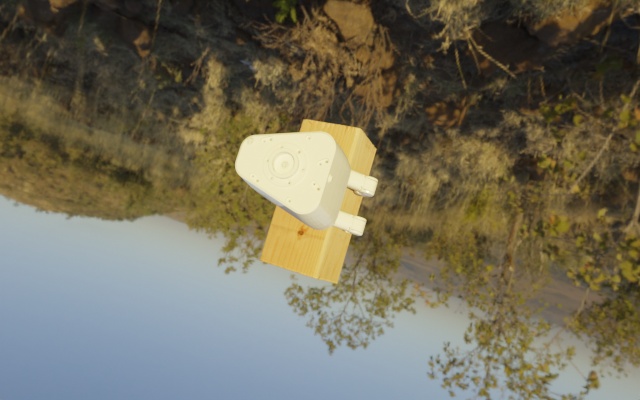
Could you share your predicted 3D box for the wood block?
[{"bbox_3d":[0.000,0.002,0.676,0.091,0.206,0.090,14,-8,24],"label":"wood block"}]
